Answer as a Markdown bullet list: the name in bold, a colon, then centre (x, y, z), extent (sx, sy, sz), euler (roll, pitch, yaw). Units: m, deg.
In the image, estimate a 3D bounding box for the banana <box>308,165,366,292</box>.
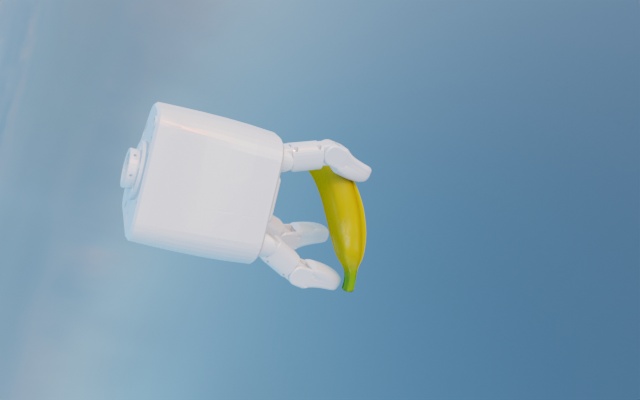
- **banana**: centre (0.009, -0.008, 0.491), extent (0.037, 0.197, 0.070), euler (9, -45, -28)
